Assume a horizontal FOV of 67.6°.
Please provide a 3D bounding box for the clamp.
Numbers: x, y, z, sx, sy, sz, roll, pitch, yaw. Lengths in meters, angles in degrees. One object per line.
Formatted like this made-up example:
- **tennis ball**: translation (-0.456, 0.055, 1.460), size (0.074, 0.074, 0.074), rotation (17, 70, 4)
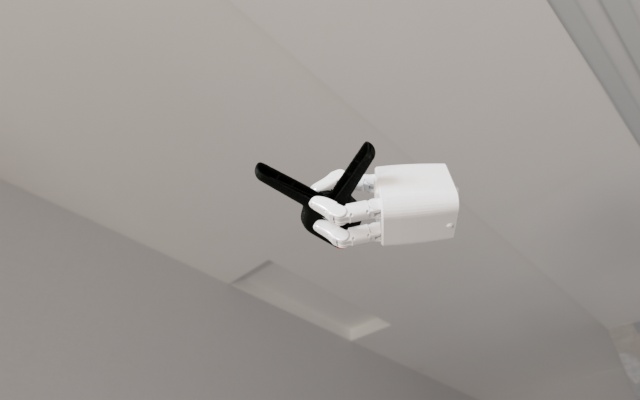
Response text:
- **clamp**: translation (0.000, 0.002, 0.705), size (0.164, 0.036, 0.210), rotation (-5, -41, 4)
